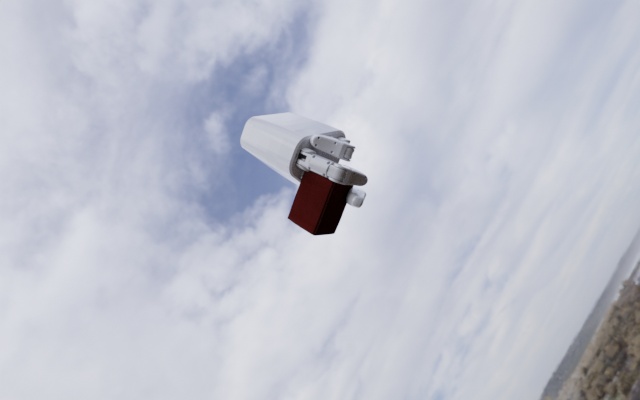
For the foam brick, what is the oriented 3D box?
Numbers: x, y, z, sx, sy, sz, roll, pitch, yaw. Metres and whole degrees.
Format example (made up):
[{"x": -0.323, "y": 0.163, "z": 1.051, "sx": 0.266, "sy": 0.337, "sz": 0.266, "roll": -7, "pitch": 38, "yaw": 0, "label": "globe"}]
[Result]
[{"x": 0.000, "y": 0.002, "z": 0.652, "sx": 0.051, "sy": 0.078, "sz": 0.053, "roll": 27, "pitch": 12, "yaw": 31, "label": "foam brick"}]
